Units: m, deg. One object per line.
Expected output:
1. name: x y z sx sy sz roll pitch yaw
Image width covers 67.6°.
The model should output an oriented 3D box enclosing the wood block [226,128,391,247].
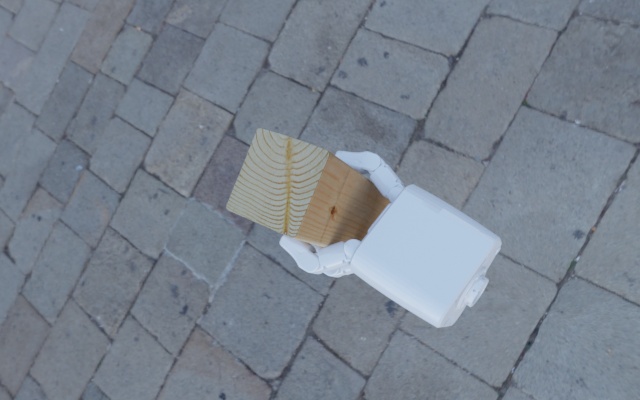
1. wood block: 0.000 0.002 0.548 0.090 0.091 0.206 21 -3 28
